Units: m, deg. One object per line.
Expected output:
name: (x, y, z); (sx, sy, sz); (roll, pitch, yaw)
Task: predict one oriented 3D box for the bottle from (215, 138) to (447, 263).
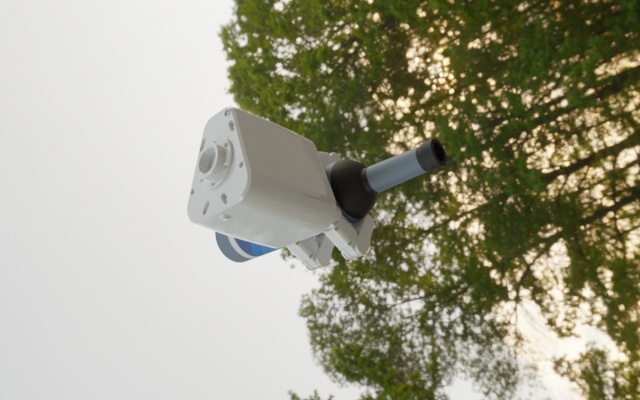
bottle: (0.000, 0.002, 0.522); (0.296, 0.069, 0.069); (-23, -14, 37)
